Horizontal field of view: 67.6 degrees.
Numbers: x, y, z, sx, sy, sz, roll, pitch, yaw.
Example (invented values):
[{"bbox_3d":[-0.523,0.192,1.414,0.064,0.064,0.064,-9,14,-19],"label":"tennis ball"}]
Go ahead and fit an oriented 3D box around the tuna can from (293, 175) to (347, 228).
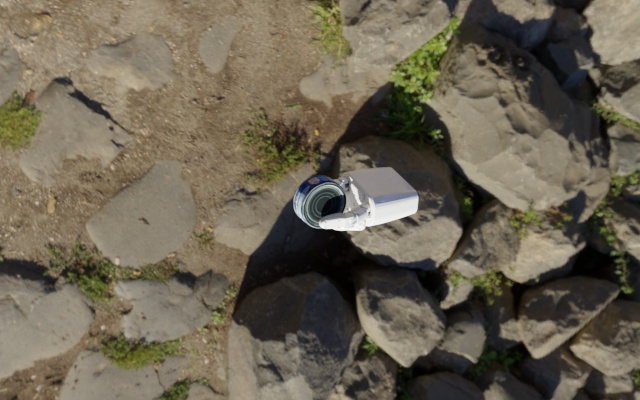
[{"bbox_3d":[0.000,0.003,0.798,0.086,0.086,0.033,0,23,-30],"label":"tuna can"}]
